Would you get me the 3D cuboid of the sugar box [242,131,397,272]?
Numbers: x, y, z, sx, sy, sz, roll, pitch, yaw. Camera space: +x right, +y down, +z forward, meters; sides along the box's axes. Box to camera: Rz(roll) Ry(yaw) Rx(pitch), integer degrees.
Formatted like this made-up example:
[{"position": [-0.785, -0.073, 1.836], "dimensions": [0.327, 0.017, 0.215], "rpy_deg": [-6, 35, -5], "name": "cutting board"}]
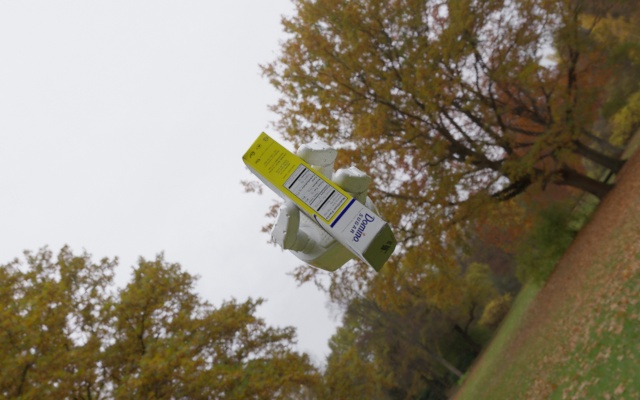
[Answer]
[{"position": [0.000, 0.001, 0.519], "dimensions": [0.176, 0.048, 0.093], "rpy_deg": [35, -6, 23], "name": "sugar box"}]
